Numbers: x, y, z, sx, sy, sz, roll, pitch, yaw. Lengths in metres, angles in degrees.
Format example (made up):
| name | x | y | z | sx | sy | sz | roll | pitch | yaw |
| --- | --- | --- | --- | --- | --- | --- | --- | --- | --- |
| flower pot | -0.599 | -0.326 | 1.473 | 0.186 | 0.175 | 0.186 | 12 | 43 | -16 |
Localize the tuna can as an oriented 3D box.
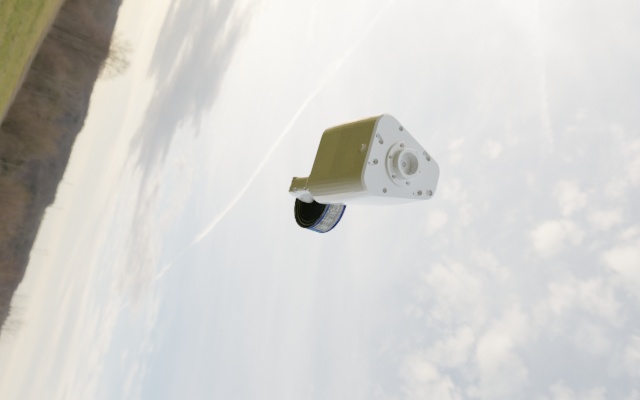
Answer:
| name | x | y | z | sx | sy | sz | roll | pitch | yaw |
| --- | --- | --- | --- | --- | --- | --- | --- | --- | --- |
| tuna can | 0.001 | 0.002 | 0.674 | 0.034 | 0.086 | 0.086 | 21 | -11 | -32 |
